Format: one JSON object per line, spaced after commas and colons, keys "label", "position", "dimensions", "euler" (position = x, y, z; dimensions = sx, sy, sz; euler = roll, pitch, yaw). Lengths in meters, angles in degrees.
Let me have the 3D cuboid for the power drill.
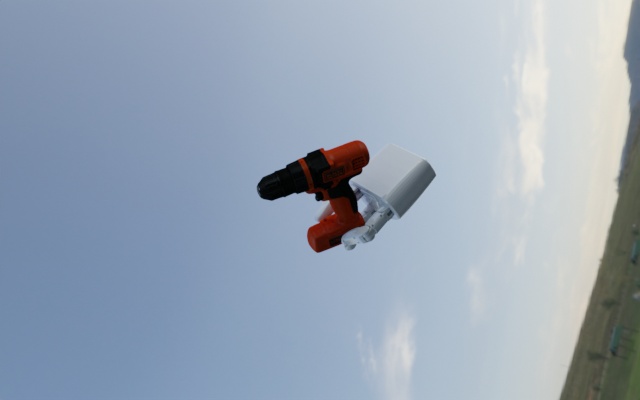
{"label": "power drill", "position": [0.000, 0.003, 0.786], "dimensions": [0.184, 0.188, 0.057], "euler": [-21, 46, -8]}
